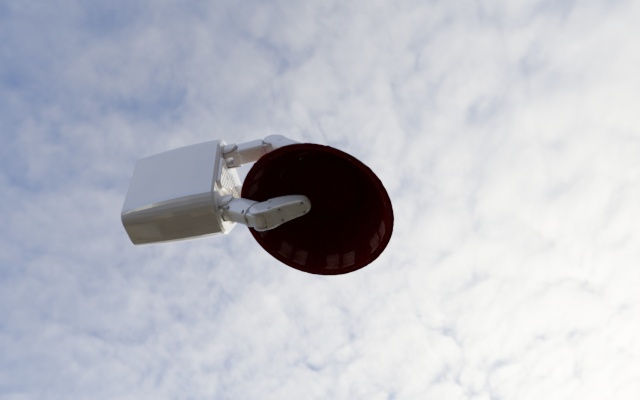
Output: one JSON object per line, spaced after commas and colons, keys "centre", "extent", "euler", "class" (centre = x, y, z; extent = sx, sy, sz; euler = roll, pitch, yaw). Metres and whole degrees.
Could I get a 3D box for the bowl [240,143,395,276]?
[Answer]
{"centre": [0.001, 0.002, 0.509], "extent": [0.162, 0.162, 0.055], "euler": [0, 32, 16], "class": "bowl"}
